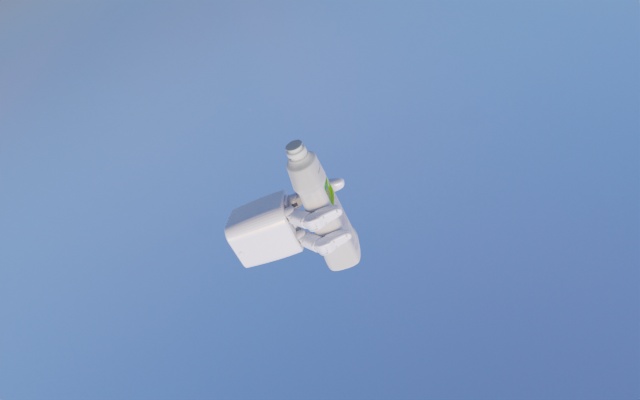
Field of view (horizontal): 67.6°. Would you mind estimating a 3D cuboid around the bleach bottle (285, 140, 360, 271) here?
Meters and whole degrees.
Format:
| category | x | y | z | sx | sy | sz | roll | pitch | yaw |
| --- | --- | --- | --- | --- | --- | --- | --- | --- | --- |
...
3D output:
| category | x | y | z | sx | sy | sz | roll | pitch | yaw |
| --- | --- | --- | --- | --- | --- | --- | --- | --- | --- |
| bleach bottle | 0.000 | 0.003 | 0.807 | 0.068 | 0.251 | 0.102 | -19 | 37 | 8 |
